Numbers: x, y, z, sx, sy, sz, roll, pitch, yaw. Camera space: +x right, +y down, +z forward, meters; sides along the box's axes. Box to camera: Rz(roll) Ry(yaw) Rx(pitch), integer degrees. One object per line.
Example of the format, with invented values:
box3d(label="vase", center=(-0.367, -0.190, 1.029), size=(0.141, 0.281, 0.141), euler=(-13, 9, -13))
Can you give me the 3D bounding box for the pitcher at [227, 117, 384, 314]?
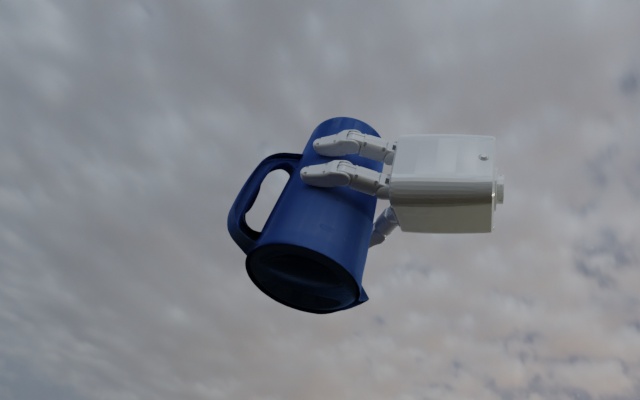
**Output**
box3d(label="pitcher", center=(0.000, 0.002, 0.595), size=(0.145, 0.242, 0.149), euler=(0, -44, 22))
